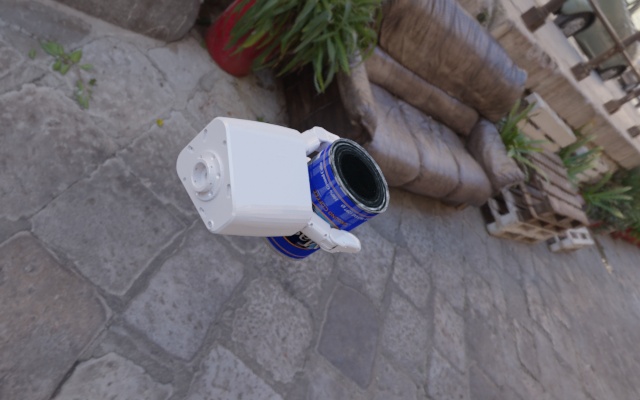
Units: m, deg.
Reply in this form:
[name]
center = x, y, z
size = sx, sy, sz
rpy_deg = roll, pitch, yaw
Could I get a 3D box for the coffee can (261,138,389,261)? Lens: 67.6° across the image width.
[coffee can]
center = 0.000, 0.002, 0.601
size = 0.140, 0.102, 0.103
rpy_deg = -34, -21, 34
